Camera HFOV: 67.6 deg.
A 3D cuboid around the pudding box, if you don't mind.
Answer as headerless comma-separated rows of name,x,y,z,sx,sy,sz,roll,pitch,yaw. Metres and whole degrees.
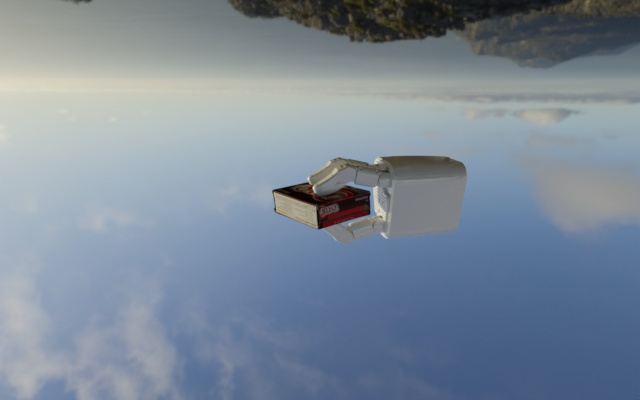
pudding box,0.000,0.002,0.658,0.090,0.039,0.113,-13,17,-34
